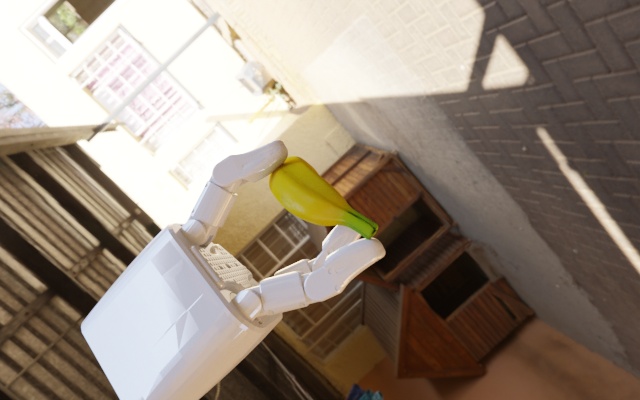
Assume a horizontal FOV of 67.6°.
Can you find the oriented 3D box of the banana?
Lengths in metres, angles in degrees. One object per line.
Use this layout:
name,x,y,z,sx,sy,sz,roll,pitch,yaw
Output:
banana,-0.013,-0.009,0.401,0.070,0.037,0.197,39,3,-16
